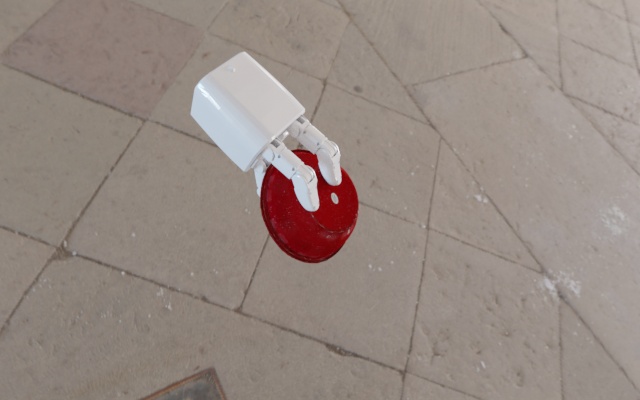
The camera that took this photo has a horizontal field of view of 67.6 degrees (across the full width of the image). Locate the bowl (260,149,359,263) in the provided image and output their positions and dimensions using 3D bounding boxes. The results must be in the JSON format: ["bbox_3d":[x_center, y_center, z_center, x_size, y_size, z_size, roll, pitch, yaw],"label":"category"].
[{"bbox_3d":[0.001,0.003,0.646,0.162,0.162,0.055,0,-11,-41],"label":"bowl"}]
